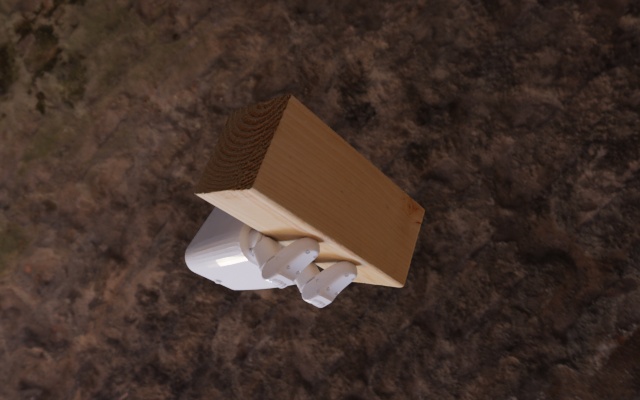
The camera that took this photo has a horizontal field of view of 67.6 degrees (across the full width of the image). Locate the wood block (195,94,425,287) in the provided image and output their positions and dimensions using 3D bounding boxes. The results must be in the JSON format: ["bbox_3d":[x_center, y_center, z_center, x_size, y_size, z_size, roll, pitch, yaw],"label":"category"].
[{"bbox_3d":[0.000,0.001,0.459,0.090,0.090,0.206,-3,-29,46],"label":"wood block"}]
